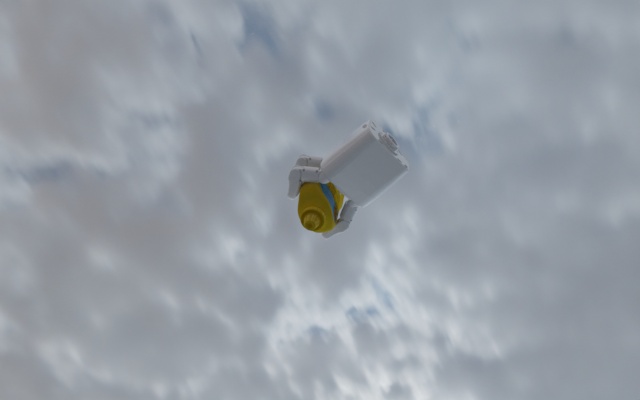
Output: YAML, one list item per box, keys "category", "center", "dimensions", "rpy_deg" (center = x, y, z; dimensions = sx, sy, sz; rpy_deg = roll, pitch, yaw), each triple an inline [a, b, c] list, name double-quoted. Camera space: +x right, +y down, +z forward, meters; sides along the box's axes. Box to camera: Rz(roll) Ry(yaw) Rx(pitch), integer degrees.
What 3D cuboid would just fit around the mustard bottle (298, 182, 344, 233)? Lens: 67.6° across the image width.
- category: "mustard bottle"
  center: [0.000, 0.003, 0.843]
  dimensions: [0.058, 0.096, 0.191]
  rpy_deg: [-14, 20, 16]
